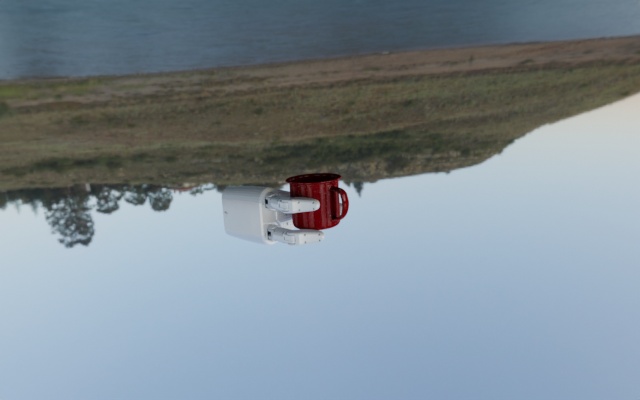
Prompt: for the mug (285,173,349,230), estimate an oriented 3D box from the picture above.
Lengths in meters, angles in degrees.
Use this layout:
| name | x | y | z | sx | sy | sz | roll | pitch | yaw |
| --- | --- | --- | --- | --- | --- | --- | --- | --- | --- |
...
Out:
| name | x | y | z | sx | sy | sz | roll | pitch | yaw |
| --- | --- | --- | --- | --- | --- | --- | --- | --- | --- |
| mug | 0.001 | 0.003 | 0.791 | 0.117 | 0.081 | 0.093 | 7 | 16 | 40 |
